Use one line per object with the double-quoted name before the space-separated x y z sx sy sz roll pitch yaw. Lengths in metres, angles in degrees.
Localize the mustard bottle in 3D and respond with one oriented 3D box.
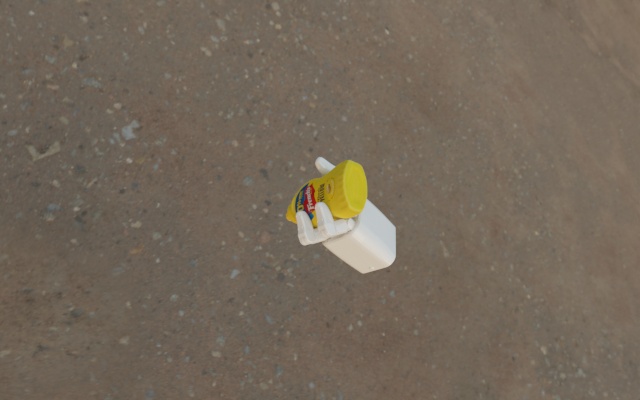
"mustard bottle" 0.000 0.003 0.869 0.058 0.096 0.192 17 -28 -36
